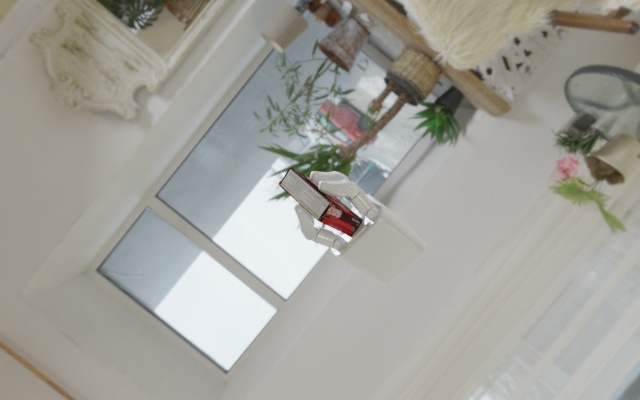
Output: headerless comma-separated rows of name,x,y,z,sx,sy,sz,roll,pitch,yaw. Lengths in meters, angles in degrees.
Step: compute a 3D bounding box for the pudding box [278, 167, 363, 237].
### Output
pudding box,0.000,0.003,0.733,0.113,0.039,0.090,39,5,40
